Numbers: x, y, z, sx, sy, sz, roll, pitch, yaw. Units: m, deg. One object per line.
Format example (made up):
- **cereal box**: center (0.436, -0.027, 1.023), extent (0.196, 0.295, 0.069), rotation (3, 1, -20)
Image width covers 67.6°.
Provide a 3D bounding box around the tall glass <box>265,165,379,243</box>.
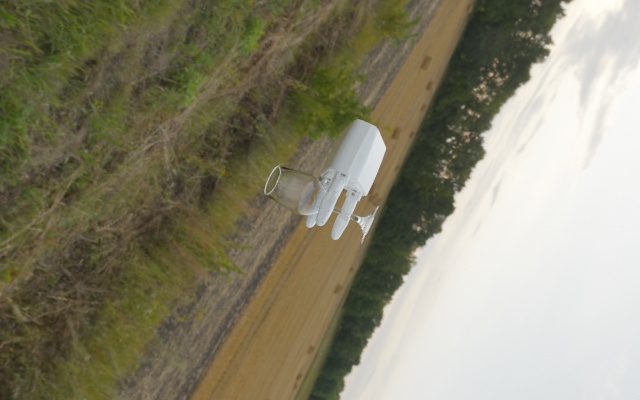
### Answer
- **tall glass**: center (0.001, 0.003, 0.876), extent (0.201, 0.079, 0.079), rotation (24, 3, 8)
